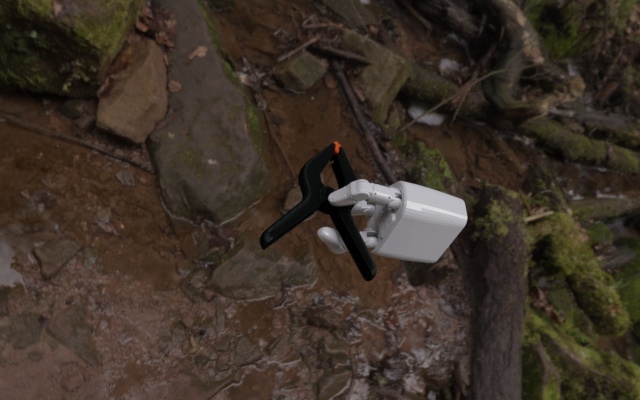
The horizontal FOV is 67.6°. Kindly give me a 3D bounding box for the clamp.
[{"bbox_3d":[0.001,0.001,0.671,0.164,0.209,0.036,14,-34,-20],"label":"clamp"}]
